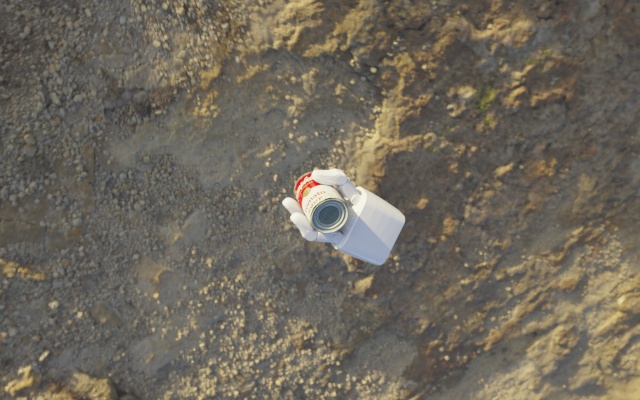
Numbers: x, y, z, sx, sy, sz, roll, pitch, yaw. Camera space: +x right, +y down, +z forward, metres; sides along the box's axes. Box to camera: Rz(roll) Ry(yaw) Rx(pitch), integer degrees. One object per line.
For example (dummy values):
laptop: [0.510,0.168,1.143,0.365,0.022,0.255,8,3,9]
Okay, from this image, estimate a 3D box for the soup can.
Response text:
soup can: [0.000,0.003,0.814,0.068,0.068,0.102,0,28,-20]
